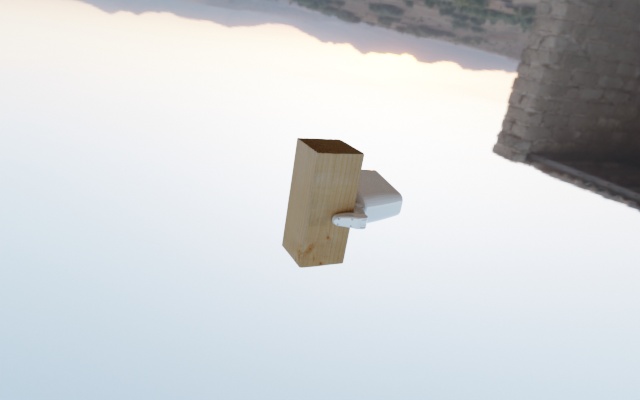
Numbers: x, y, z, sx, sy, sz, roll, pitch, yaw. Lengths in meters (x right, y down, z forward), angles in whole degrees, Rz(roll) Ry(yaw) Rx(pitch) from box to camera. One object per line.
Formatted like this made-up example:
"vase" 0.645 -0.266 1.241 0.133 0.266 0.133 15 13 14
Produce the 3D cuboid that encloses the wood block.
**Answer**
"wood block" 0.001 0.003 0.835 0.090 0.206 0.090 -2 23 -27
